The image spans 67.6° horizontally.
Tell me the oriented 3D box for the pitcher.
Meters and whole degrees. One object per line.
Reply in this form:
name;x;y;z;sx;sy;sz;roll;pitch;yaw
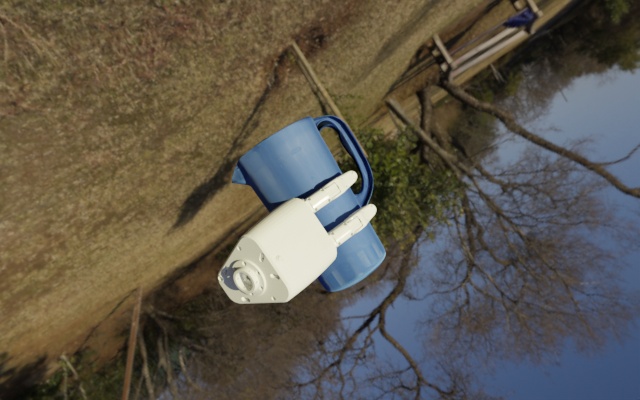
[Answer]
pitcher;0.000;0.002;0.709;0.149;0.243;0.145;-30;4;37
